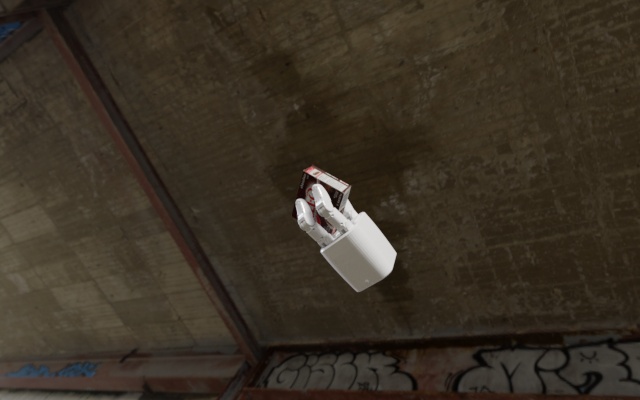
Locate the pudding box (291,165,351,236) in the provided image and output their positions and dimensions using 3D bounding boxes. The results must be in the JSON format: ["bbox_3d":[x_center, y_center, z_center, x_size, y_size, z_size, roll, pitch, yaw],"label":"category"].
[{"bbox_3d":[0.000,0.003,0.895,0.090,0.114,0.039,29,35,17],"label":"pudding box"}]
